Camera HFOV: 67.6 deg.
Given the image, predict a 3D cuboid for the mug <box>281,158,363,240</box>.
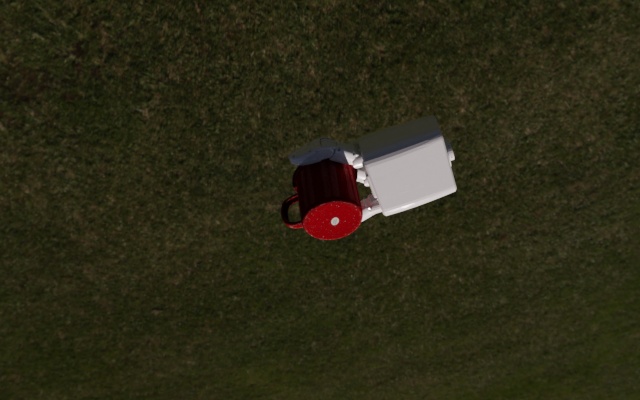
[{"bbox_3d":[-0.001,0.003,0.646,0.117,0.081,0.093,-19,-43,10],"label":"mug"}]
